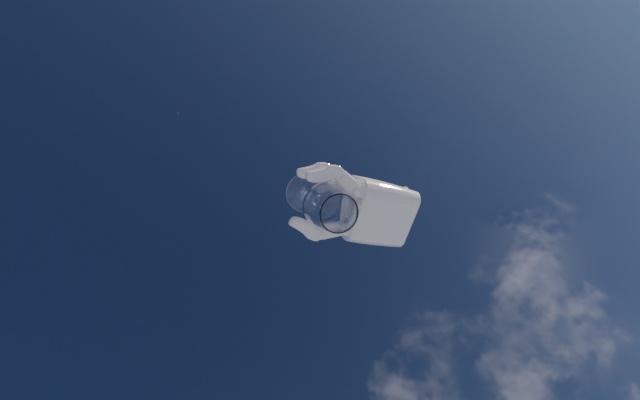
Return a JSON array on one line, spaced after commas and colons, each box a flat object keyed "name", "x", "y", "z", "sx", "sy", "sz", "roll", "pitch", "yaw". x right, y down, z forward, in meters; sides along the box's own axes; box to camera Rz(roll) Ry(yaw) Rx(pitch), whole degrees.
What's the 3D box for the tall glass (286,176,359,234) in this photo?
[{"name": "tall glass", "x": 0.000, "y": 0.003, "z": 0.804, "sx": 0.079, "sy": 0.079, "sz": 0.201, "roll": 0, "pitch": 10, "yaw": -16}]
